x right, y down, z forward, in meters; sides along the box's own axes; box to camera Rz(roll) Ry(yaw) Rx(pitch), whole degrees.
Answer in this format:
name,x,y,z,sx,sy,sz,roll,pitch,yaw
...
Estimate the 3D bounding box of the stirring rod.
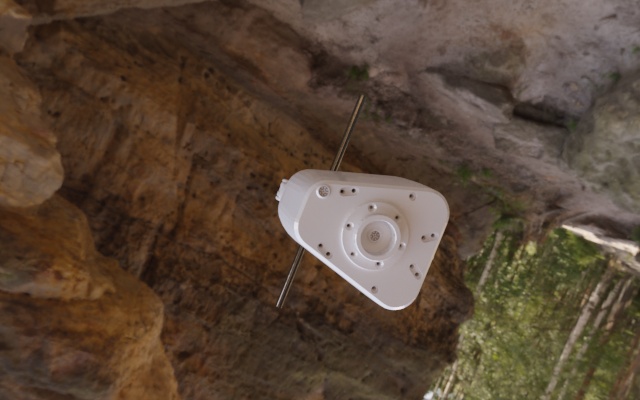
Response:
name,x,y,z,sx,sy,sz,roll,pitch,yaw
stirring rod,0.000,0.002,0.507,0.011,0.239,0.011,22,2,-1
